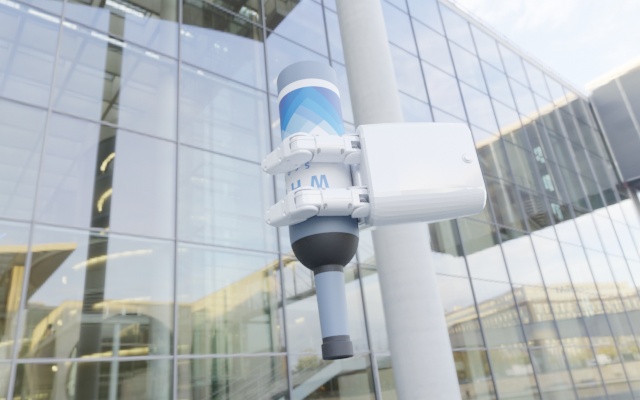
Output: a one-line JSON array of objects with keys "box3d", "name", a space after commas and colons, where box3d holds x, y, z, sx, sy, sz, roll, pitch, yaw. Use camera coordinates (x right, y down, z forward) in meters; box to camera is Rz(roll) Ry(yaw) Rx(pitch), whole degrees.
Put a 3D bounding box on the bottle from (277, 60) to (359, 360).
[{"box3d": [0.000, 0.001, 0.468, 0.069, 0.295, 0.069, -5, -23, -2], "name": "bottle"}]
